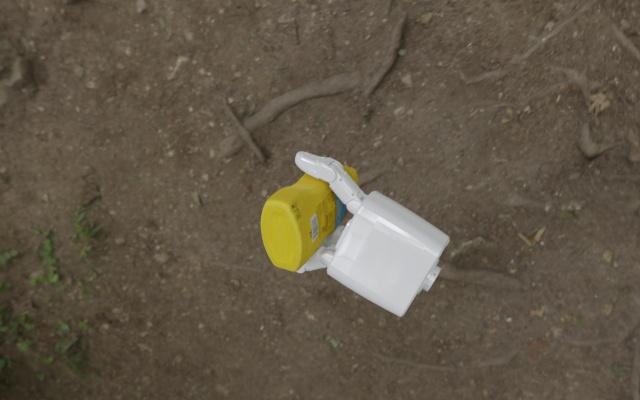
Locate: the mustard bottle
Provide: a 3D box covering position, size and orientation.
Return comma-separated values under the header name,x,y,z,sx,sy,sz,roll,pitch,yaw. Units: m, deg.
name,x,y,z,sx,sy,sz,roll,pitch,yaw
mustard bottle,0.000,0.002,0.616,0.058,0.096,0.191,10,31,28
